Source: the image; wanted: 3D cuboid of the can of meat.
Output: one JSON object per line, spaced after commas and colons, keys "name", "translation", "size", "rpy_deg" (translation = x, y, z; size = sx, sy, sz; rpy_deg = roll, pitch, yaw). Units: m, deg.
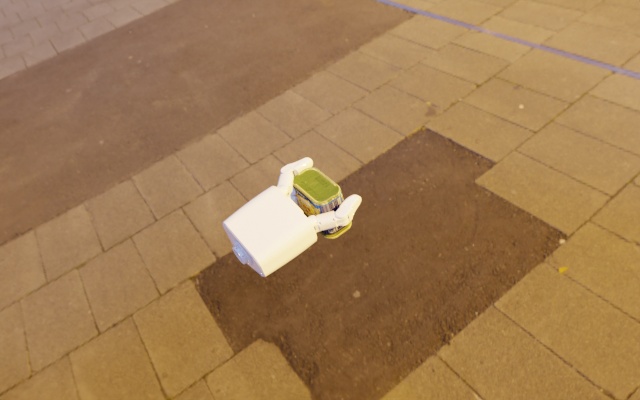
{"name": "can of meat", "translation": [0.000, 0.002, 0.815], "size": [0.057, 0.084, 0.102], "rpy_deg": [-34, 45, -17]}
